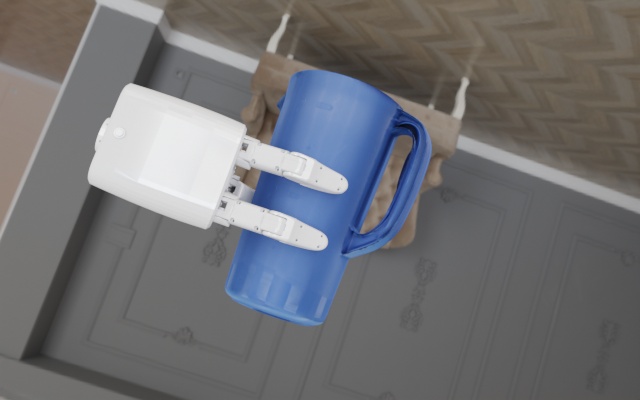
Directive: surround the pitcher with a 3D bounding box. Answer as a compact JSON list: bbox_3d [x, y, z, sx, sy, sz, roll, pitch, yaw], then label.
[{"bbox_3d":[0.000,0.002,0.496,0.145,0.243,0.149,22,-8,-17],"label":"pitcher"}]
